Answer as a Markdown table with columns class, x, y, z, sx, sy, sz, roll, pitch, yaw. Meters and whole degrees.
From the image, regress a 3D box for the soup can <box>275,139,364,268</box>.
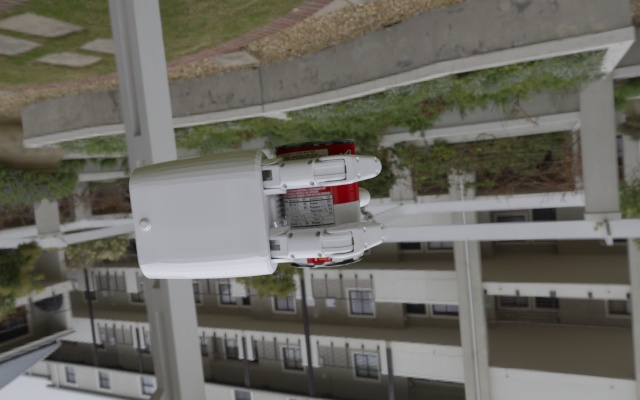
| class | x | y | z | sx | sy | sz | roll | pitch | yaw |
| --- | --- | --- | --- | --- | --- | --- | --- | --- | --- |
| soup can | 0.001 | 0.002 | 0.411 | 0.068 | 0.102 | 0.068 | -6 | 4 | 0 |
